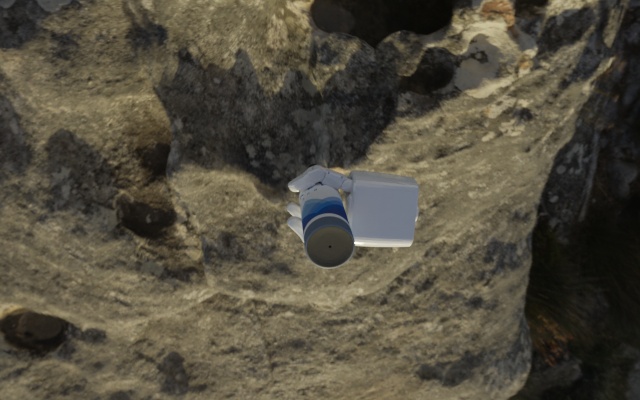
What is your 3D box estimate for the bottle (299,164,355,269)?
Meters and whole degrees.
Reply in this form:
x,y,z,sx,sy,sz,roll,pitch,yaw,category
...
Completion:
x,y,z,sx,sy,sz,roll,pitch,yaw,category
0.000,0.003,0.758,0.069,0.069,0.295,0,23,-5,bottle
